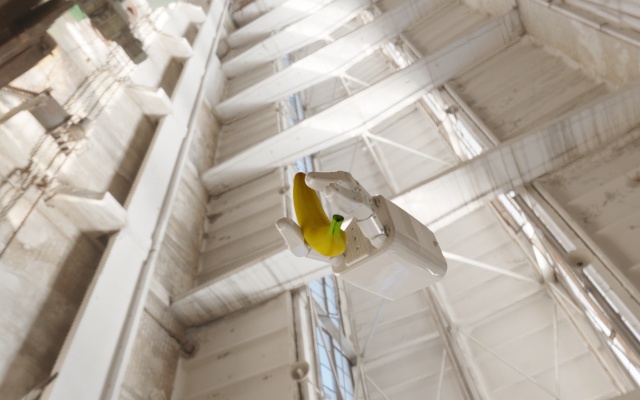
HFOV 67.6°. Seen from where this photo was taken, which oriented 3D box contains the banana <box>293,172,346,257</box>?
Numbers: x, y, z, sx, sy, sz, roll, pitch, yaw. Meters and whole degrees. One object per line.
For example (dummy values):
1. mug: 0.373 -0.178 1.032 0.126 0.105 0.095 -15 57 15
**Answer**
1. banana: -0.002 0.021 0.585 0.037 0.070 0.197 6 15 -19
